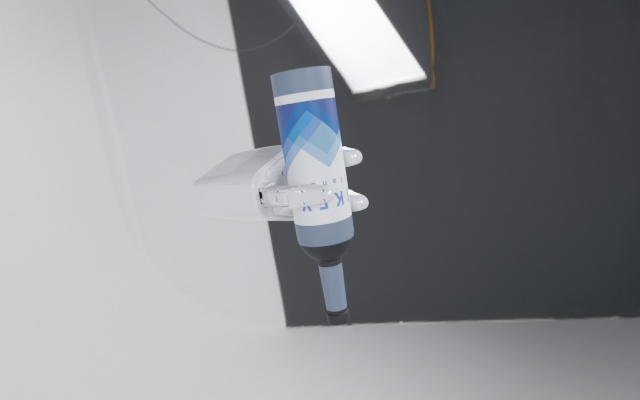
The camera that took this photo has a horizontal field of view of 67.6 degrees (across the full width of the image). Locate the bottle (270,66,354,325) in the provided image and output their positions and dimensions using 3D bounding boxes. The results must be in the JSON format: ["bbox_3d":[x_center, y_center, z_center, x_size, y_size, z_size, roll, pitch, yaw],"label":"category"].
[{"bbox_3d":[0.000,0.002,0.548,0.069,0.296,0.069,-8,11,2],"label":"bottle"}]
